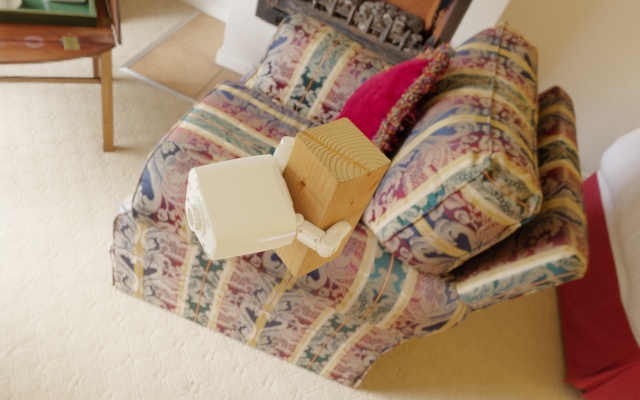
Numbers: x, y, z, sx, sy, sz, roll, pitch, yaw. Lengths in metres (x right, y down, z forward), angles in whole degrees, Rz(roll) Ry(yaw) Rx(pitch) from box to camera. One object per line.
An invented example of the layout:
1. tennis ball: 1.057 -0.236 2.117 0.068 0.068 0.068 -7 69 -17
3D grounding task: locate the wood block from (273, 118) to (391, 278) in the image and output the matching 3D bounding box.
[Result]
1. wood block: 0.000 0.002 0.653 0.090 0.090 0.206 -24 -28 -35
